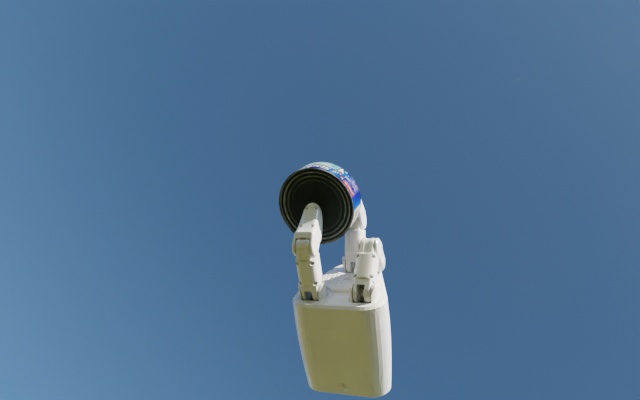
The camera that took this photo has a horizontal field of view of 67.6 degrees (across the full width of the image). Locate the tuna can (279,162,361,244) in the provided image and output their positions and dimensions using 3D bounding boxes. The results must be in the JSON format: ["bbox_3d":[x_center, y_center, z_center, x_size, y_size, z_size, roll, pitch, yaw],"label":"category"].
[{"bbox_3d":[0.000,0.001,0.520,0.086,0.086,0.033,0,19,22],"label":"tuna can"}]
